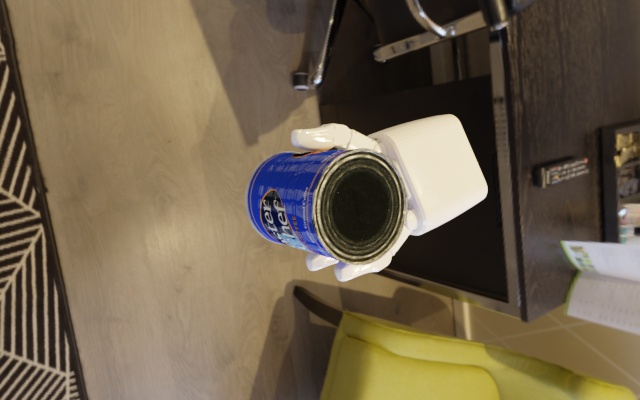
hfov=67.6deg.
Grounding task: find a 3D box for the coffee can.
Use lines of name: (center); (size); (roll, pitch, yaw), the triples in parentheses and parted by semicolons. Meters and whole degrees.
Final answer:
coffee can: (0.000, 0.002, 0.471); (0.103, 0.103, 0.140); (0, 4, -32)
